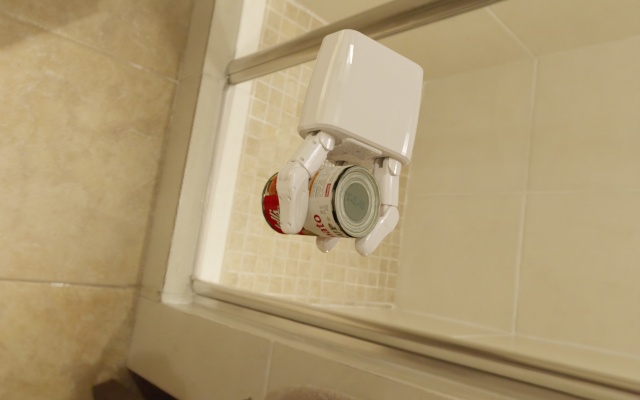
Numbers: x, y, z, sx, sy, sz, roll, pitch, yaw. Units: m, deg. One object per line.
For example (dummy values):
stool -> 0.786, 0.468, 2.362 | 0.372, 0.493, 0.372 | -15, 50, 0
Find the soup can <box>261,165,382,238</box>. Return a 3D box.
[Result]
soup can -> 0.000, 0.002, 0.465 | 0.068, 0.068, 0.102 | 0, -1, -44
